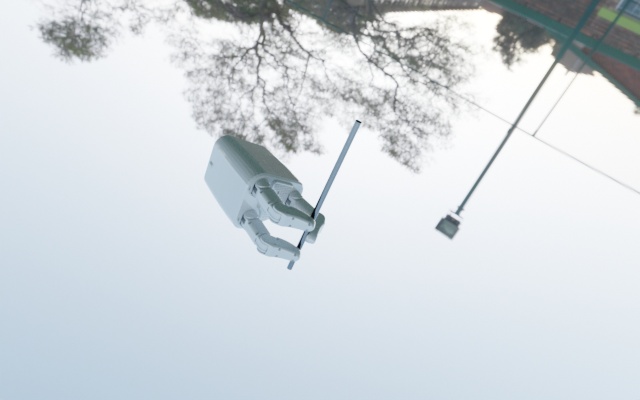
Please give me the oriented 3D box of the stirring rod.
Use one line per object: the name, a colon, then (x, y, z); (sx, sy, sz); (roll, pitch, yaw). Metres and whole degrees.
stirring rod: (0.000, 0.002, 0.615); (0.011, 0.240, 0.011); (18, 31, -12)
